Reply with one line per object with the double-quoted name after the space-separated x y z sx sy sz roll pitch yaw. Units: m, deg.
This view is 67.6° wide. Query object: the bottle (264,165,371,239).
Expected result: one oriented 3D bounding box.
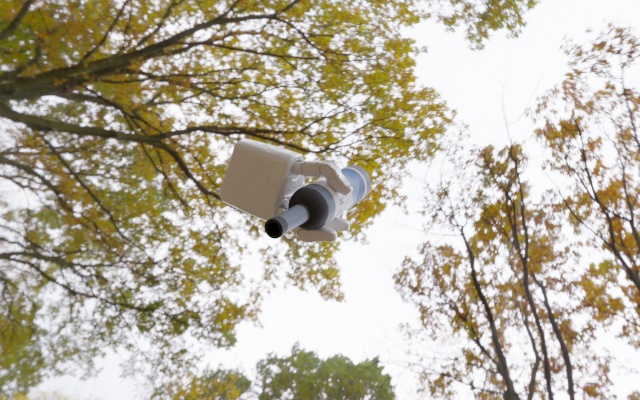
0.000 0.002 0.742 0.069 0.069 0.295 0 14 25 "bottle"
